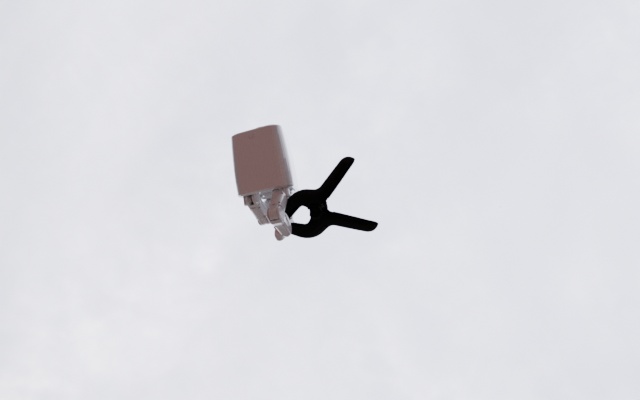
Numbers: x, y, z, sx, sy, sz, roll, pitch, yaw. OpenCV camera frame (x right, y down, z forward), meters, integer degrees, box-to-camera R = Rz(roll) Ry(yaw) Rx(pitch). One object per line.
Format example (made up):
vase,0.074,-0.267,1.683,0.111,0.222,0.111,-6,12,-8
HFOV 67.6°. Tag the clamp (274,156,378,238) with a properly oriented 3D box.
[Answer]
clamp,0.000,0.003,0.761,0.171,0.120,0.039,-12,-7,20
